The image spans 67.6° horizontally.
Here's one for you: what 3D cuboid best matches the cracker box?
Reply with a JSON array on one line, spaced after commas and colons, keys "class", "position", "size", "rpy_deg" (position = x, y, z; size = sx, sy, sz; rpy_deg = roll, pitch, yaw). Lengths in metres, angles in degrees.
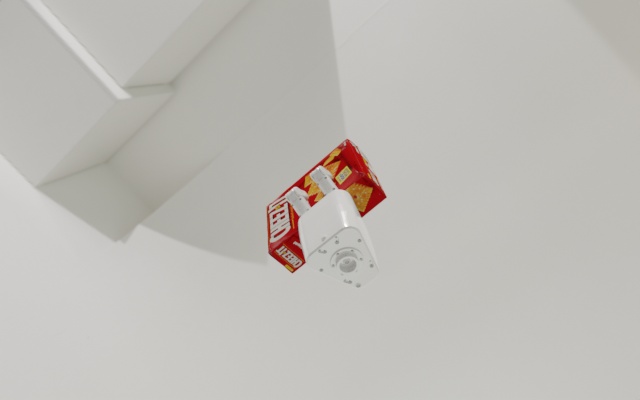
[{"class": "cracker box", "position": [0.000, 0.003, 0.852], "size": [0.214, 0.072, 0.164], "rpy_deg": [-39, 26, 14]}]
